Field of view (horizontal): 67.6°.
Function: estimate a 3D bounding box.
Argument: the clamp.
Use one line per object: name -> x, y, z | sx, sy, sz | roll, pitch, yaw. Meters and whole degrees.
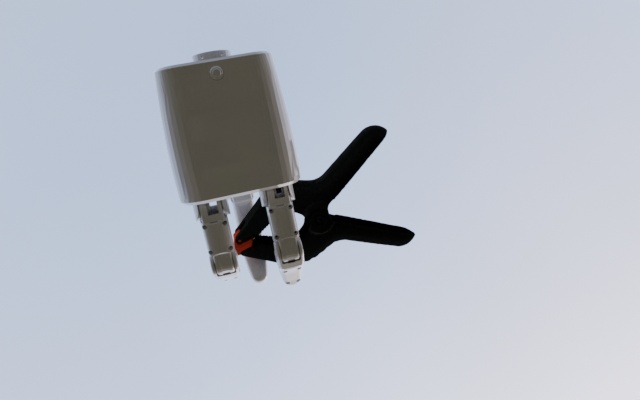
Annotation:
clamp -> 0.000, 0.001, 0.439 | 0.171, 0.120, 0.039 | -13, 12, -10
